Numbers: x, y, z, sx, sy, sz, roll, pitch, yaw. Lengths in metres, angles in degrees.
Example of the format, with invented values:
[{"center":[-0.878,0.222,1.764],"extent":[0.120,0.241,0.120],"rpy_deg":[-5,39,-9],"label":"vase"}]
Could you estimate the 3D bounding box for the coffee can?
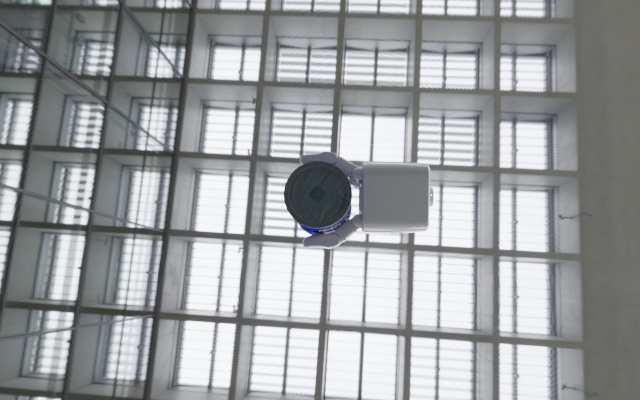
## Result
[{"center":[0.000,0.003,0.778],"extent":[0.103,0.103,0.140],"rpy_deg":[0,-10,4],"label":"coffee can"}]
